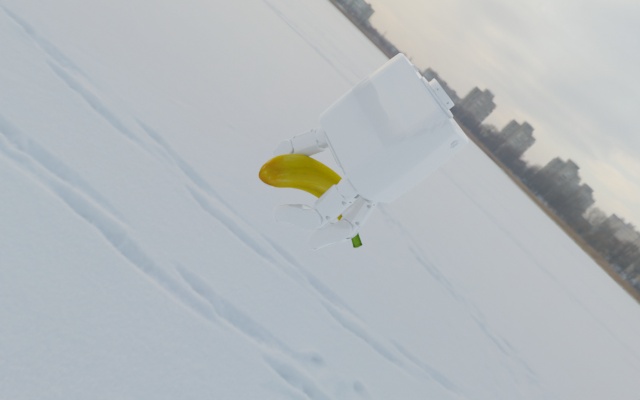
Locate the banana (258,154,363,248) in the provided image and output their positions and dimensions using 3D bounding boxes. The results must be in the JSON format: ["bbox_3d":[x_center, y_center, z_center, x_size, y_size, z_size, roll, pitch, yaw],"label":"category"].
[{"bbox_3d":[-0.001,-0.012,0.538,0.037,0.069,0.198,-28,-38,23],"label":"banana"}]
